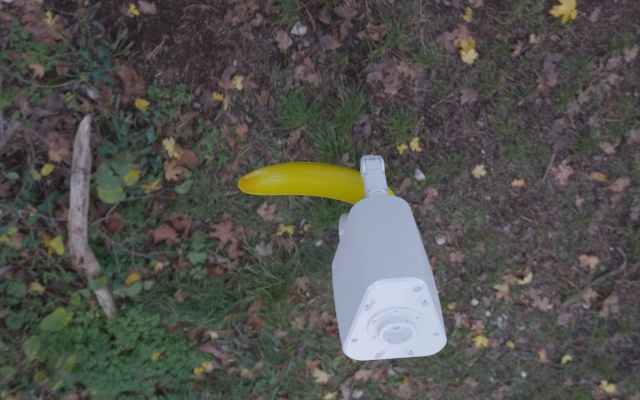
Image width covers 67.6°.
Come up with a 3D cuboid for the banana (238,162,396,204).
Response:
[{"bbox_3d":[0.010,-0.011,0.536,0.198,0.070,0.037,15,38,-15],"label":"banana"}]
